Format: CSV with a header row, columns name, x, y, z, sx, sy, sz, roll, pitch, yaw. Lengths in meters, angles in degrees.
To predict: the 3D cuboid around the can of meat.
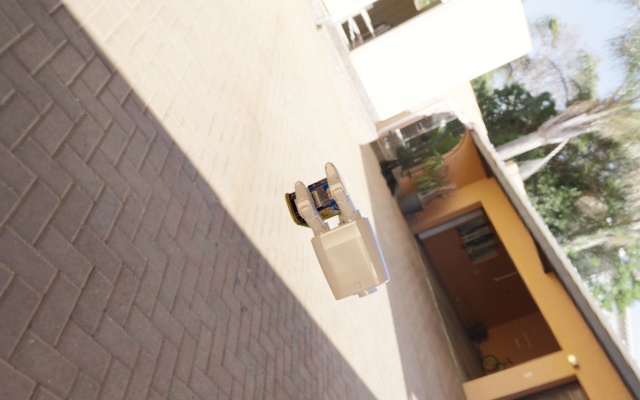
name,x,y,z,sx,sy,sz,roll,pitch,yaw
can of meat,0.000,0.002,0.792,0.084,0.057,0.102,-23,-14,13
